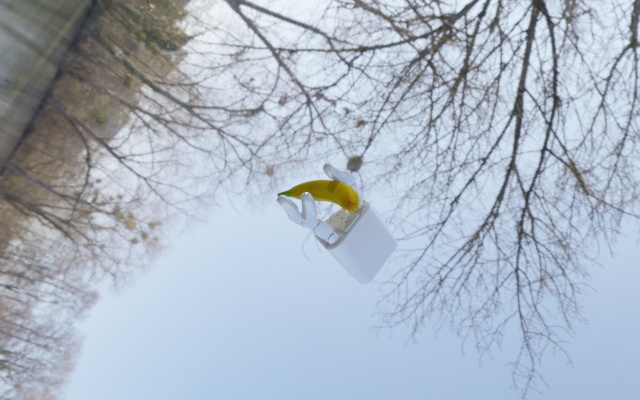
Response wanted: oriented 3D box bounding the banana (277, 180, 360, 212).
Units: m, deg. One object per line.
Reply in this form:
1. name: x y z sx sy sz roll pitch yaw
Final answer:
1. banana: 0.010 -0.008 0.803 0.069 0.037 0.198 -39 27 -30
